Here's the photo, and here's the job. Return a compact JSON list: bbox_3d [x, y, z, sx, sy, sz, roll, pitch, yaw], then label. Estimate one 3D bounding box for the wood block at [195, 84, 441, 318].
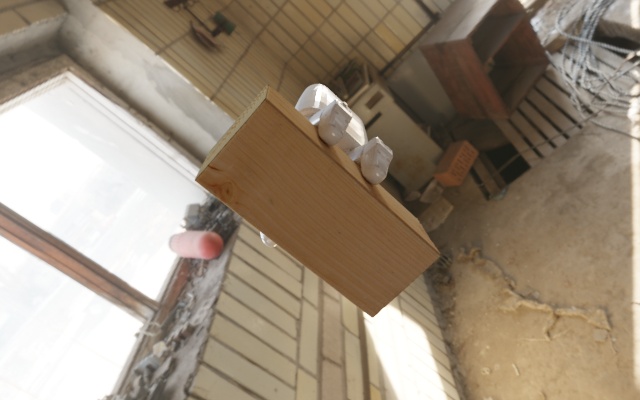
[{"bbox_3d":[0.000,0.001,0.443,0.206,0.091,0.090,40,13,-17],"label":"wood block"}]
